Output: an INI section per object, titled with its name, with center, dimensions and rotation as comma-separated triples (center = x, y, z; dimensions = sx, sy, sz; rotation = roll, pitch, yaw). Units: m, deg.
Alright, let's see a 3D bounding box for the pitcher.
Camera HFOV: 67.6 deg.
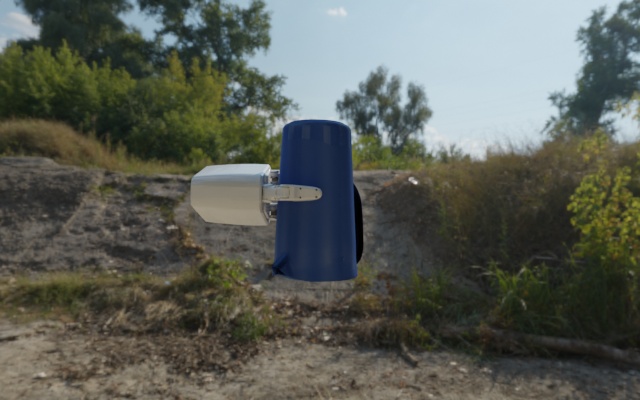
[pitcher]
center = 0.000, 0.002, 0.752
dimensions = 0.145, 0.243, 0.149
rotation = 1, -1, 2
